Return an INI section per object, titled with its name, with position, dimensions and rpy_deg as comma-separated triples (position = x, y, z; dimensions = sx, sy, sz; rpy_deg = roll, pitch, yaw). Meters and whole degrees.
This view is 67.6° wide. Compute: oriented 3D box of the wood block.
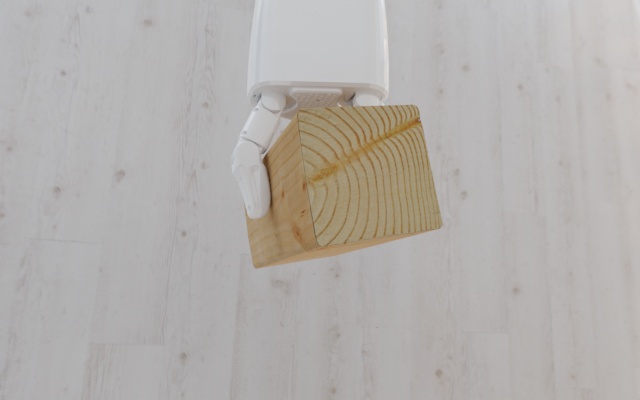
[wood block]
position = 0.000, 0.001, 0.401
dimensions = 0.091, 0.090, 0.206
rpy_deg = -6, -10, -20
